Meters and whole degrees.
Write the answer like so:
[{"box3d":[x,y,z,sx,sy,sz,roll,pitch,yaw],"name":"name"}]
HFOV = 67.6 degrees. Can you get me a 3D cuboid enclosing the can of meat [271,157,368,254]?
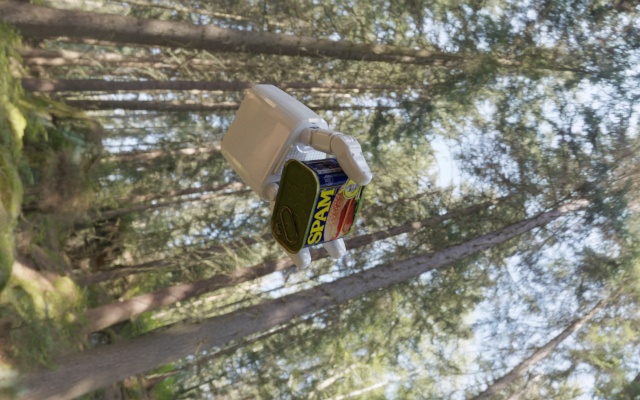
[{"box3d":[0.000,0.002,0.534,0.084,0.102,0.057,-11,37,-42],"name":"can of meat"}]
